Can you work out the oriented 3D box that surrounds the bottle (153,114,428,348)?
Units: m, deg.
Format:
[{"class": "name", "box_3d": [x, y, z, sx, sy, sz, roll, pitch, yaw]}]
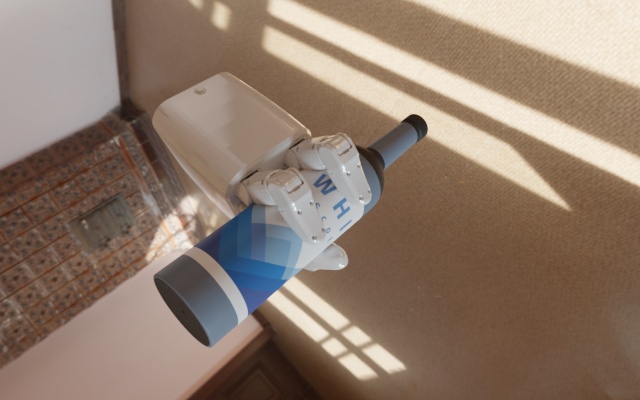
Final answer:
[{"class": "bottle", "box_3d": [0.000, 0.002, 0.416, 0.295, 0.069, 0.069, -38, 22, -31]}]
